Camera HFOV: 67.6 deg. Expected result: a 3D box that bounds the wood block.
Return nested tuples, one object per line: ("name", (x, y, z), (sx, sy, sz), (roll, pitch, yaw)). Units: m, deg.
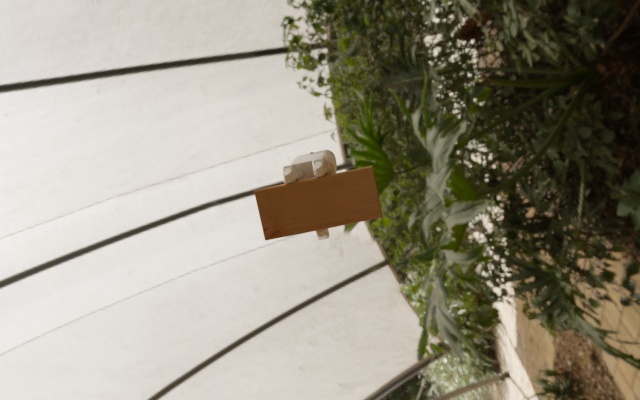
("wood block", (0.000, 0.003, 0.849), (0.206, 0.091, 0.090), (-12, 4, 7))
